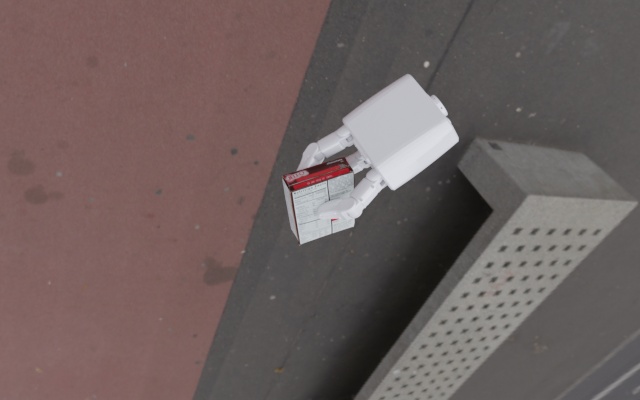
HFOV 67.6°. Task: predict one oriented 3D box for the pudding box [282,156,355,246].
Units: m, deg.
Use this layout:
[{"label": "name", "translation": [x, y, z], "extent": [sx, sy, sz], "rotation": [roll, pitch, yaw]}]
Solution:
[{"label": "pudding box", "translation": [0.000, 0.002, 0.651], "extent": [0.090, 0.114, 0.039], "rotation": [-18, 46, -12]}]
